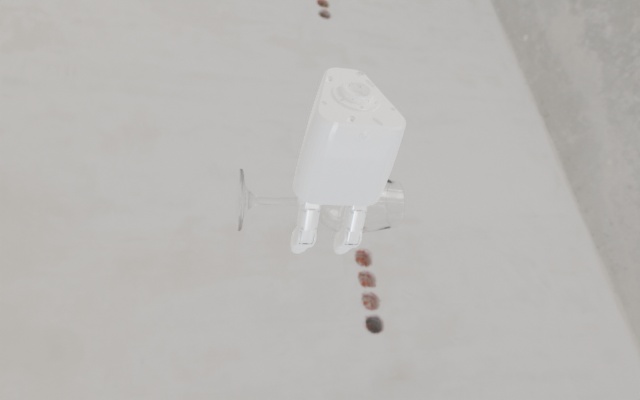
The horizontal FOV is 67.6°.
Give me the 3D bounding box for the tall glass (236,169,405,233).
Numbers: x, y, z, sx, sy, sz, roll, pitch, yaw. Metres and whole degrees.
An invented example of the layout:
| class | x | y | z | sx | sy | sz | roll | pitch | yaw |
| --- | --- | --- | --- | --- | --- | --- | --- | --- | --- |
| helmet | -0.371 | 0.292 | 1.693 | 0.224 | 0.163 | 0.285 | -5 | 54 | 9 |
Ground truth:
| class | x | y | z | sx | sy | sz | roll | pitch | yaw |
| --- | --- | --- | --- | --- | --- | --- | --- | --- | --- |
| tall glass | -0.001 | 0.002 | 0.590 | 0.201 | 0.079 | 0.079 | 2 | -1 | -15 |
